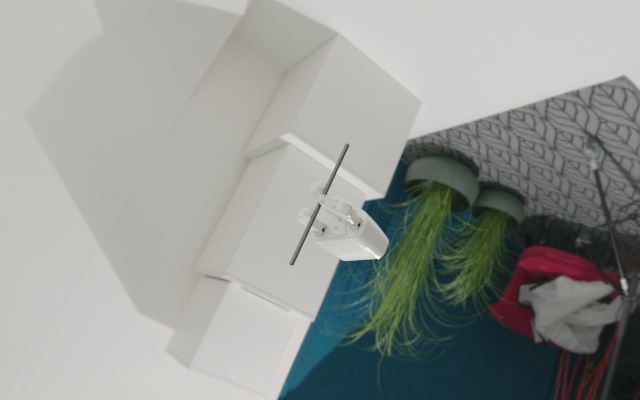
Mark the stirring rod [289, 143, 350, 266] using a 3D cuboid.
[{"bbox_3d":[0.000,0.003,0.827,0.011,0.239,0.011,23,-17,8],"label":"stirring rod"}]
